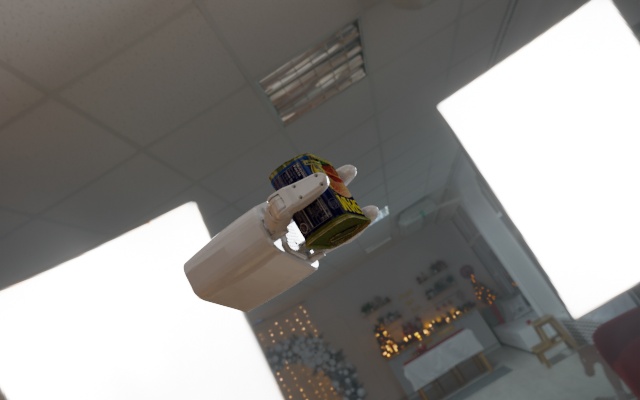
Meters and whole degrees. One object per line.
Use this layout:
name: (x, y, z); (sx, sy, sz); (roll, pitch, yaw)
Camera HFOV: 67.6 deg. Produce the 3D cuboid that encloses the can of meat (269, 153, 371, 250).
can of meat: (0.000, 0.001, 0.506); (0.057, 0.084, 0.102); (-36, -16, 14)
